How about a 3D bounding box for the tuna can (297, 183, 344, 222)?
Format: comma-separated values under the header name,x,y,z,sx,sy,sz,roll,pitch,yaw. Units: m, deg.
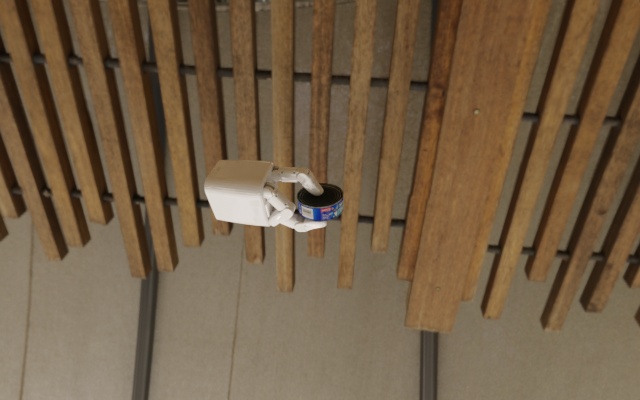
name,x,y,z,sx,sy,sz,roll,pitch,yaw
tuna can,0.000,0.003,0.880,0.086,0.034,0.086,-3,32,2
